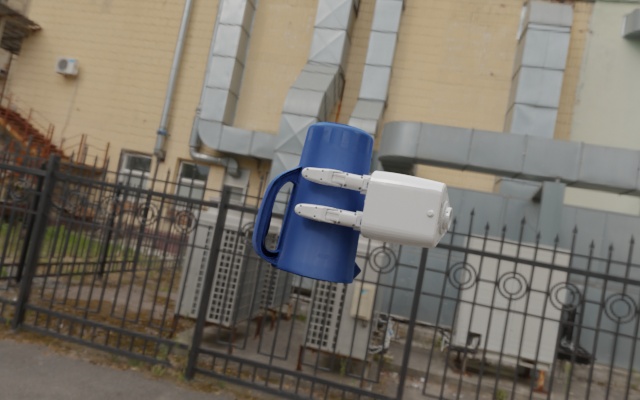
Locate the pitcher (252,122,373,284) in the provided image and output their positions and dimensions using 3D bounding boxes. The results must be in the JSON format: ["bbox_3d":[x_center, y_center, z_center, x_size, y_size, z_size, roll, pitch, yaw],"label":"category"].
[{"bbox_3d":[0.000,0.003,0.758,0.145,0.243,0.149,10,-4,24],"label":"pitcher"}]
